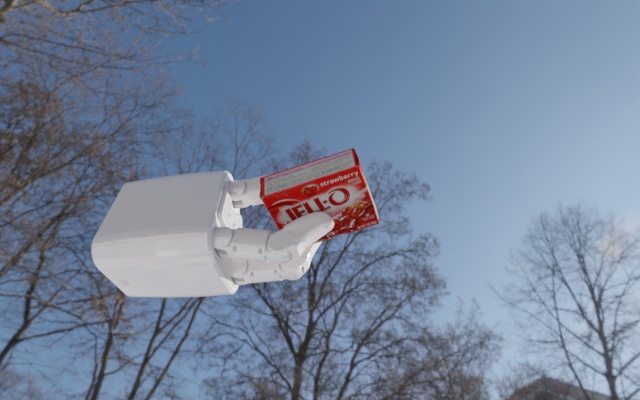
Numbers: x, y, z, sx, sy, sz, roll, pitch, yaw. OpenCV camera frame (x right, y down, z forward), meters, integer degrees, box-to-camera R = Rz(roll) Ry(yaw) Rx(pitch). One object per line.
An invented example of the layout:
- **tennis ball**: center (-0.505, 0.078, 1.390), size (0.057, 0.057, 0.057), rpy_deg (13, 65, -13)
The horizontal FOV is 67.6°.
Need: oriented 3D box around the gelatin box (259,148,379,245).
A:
- **gelatin box**: center (0.000, 0.001, 0.424), size (0.089, 0.073, 0.030), rpy_deg (-18, 42, 8)
